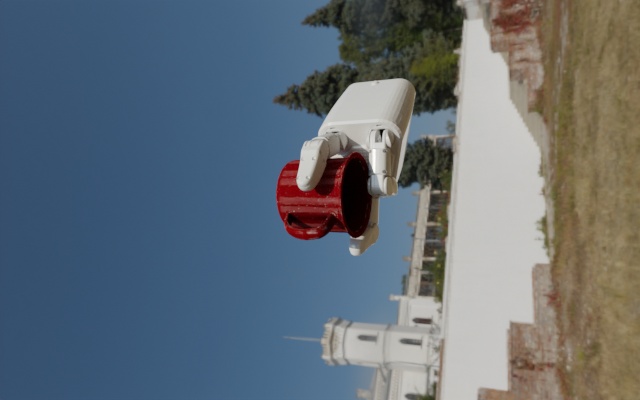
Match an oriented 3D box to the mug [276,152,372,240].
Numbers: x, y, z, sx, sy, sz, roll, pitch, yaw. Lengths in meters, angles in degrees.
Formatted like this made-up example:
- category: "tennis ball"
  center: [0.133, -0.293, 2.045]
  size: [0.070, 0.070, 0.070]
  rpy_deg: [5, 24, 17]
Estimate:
- category: "mug"
  center: [-0.001, 0.003, 0.524]
  size: [0.081, 0.093, 0.117]
  rpy_deg: [0, 40, 26]
